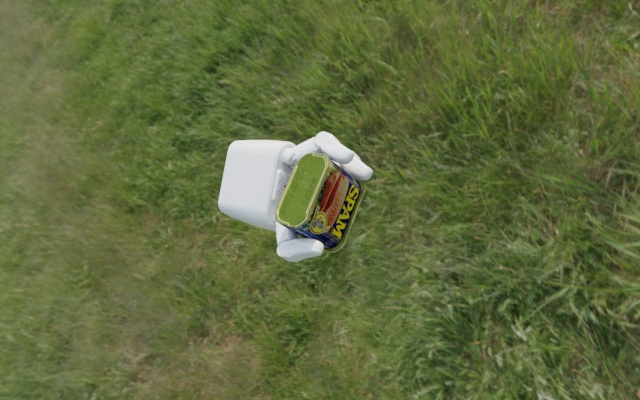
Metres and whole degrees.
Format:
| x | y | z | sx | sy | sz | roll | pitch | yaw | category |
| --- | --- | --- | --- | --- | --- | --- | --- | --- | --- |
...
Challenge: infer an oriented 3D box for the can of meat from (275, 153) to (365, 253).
| x | y | z | sx | sy | sz | roll | pitch | yaw | category |
| --- | --- | --- | --- | --- | --- | --- | --- | --- | --- |
| 0.000 | 0.002 | 0.590 | 0.057 | 0.102 | 0.084 | 12 | -15 | 41 | can of meat |
